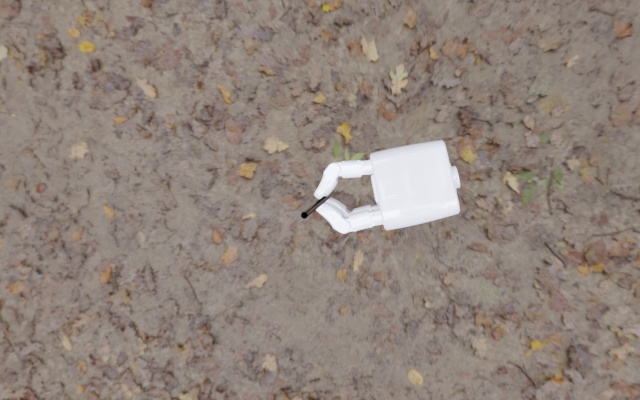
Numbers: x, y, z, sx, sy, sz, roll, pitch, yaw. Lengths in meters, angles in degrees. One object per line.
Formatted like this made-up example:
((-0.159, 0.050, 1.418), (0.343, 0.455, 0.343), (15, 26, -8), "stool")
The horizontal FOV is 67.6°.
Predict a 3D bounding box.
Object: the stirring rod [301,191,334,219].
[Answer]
((0.000, 0.002, 0.663), (0.011, 0.011, 0.239), (0, 7, 9), "stirring rod")
